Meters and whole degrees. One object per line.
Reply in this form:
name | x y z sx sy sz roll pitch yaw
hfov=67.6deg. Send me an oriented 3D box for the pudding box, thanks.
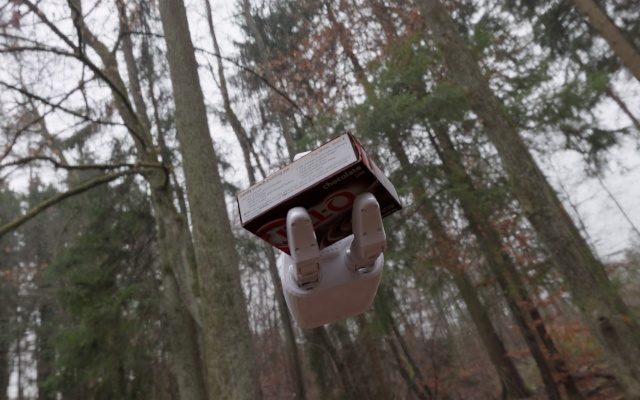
pudding box | 0.000 0.001 0.403 0.113 0.039 0.090 -30 -35 15
